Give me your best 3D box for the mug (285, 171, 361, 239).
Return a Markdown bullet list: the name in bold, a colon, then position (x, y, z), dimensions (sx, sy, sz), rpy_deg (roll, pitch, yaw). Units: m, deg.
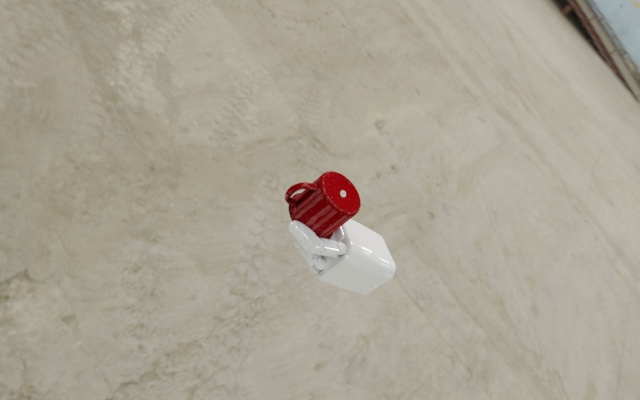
- **mug**: position (-0.001, 0.002, 0.753), dimensions (0.117, 0.093, 0.081), rpy_deg (25, -46, -29)
